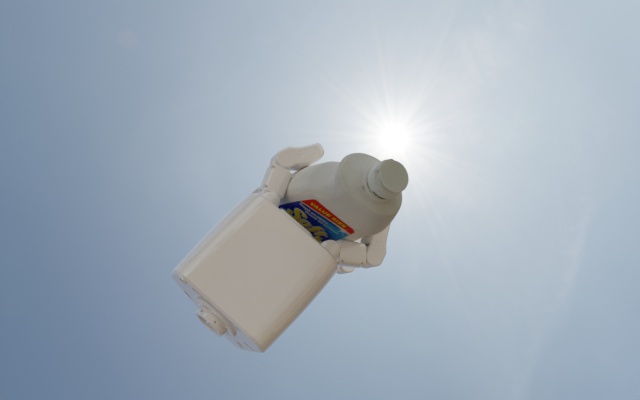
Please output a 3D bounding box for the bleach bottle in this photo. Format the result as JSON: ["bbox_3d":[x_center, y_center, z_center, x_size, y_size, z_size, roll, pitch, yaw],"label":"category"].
[{"bbox_3d":[0.000,0.002,0.494,0.068,0.102,0.251,-47,9,-28],"label":"bleach bottle"}]
